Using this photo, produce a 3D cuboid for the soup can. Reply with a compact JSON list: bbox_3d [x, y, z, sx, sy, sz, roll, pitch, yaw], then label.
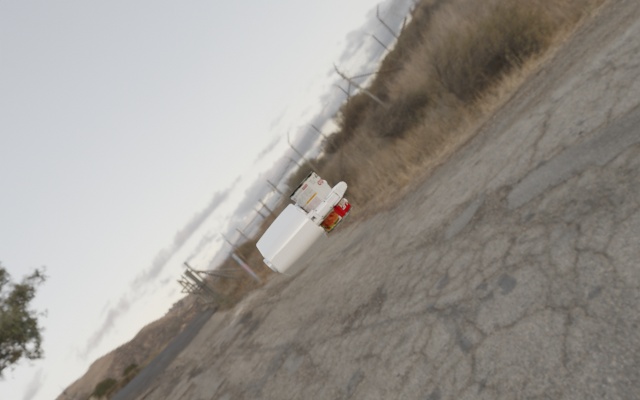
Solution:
[{"bbox_3d":[0.000,0.002,0.897,0.102,0.068,0.068,42,-3,-3],"label":"soup can"}]
